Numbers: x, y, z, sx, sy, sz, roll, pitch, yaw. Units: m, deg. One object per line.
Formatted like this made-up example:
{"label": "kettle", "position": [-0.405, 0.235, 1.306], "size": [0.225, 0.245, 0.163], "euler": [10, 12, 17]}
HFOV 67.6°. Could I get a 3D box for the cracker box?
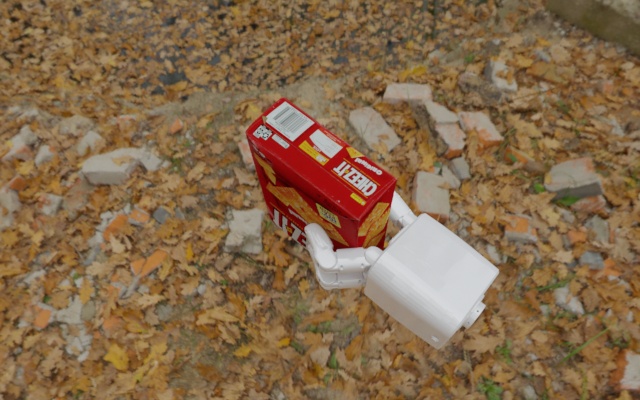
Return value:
{"label": "cracker box", "position": [0.000, 0.002, 0.581], "size": [0.164, 0.072, 0.214], "euler": [38, -21, 20]}
